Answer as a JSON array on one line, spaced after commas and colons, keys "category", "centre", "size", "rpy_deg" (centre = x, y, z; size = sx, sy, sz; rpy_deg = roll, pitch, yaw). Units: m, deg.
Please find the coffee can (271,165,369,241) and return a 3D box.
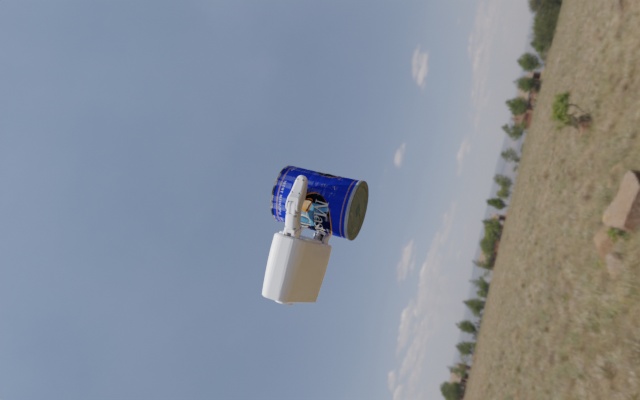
[{"category": "coffee can", "centre": [0.000, 0.003, 0.820], "size": [0.140, 0.103, 0.103], "rpy_deg": [13, 4, 20]}]
